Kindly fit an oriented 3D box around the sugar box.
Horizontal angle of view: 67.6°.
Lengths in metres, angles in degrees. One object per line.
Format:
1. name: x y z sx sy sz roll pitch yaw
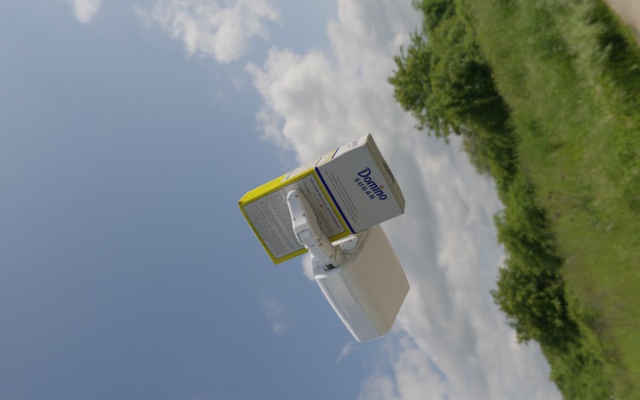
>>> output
1. sugar box: 0.000 0.002 0.557 0.176 0.093 0.048 -24 17 21
